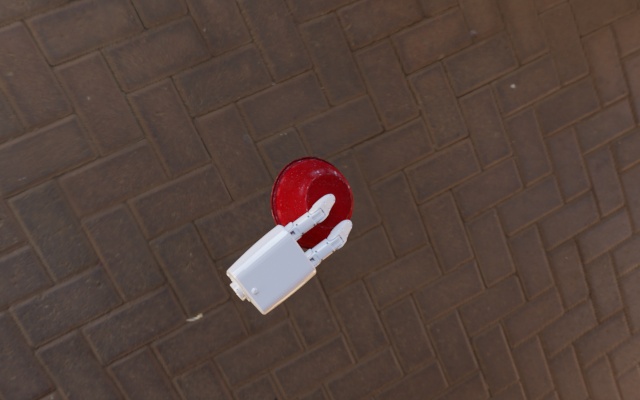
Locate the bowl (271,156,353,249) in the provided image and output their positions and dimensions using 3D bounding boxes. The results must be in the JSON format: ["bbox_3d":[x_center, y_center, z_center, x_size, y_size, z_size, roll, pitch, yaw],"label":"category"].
[{"bbox_3d":[0.001,0.002,0.807,0.162,0.162,0.055,0,-4,-32],"label":"bowl"}]
